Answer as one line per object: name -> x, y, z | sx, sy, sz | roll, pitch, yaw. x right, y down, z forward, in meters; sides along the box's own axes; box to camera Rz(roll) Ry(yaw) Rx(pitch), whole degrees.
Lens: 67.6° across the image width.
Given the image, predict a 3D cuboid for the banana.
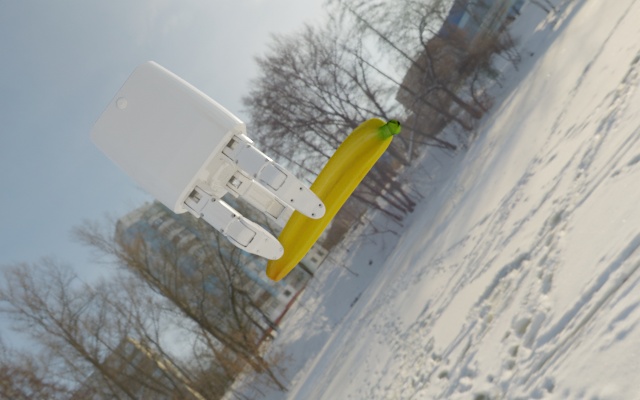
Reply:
banana -> 0.007, -0.007, 0.448 | 0.037, 0.198, 0.069 | 37, 25, 2
